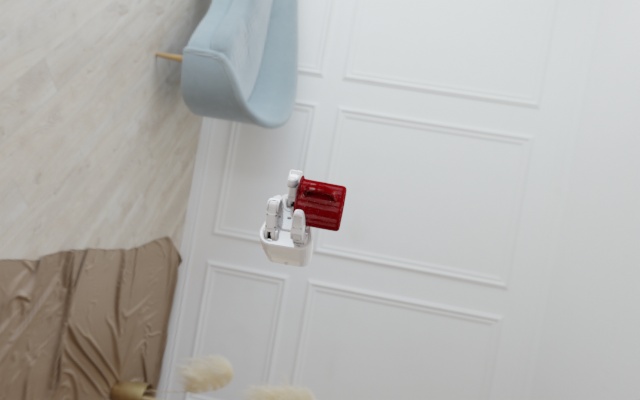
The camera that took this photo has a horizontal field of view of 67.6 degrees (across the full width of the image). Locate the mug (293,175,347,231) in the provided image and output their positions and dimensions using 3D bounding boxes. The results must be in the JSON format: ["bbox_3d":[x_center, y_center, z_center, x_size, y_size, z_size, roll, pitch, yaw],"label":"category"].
[{"bbox_3d":[0.000,0.002,0.829,0.081,0.093,0.117,10,-27,4],"label":"mug"}]
